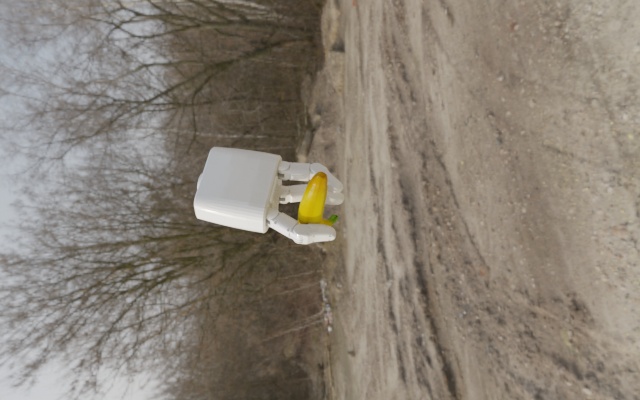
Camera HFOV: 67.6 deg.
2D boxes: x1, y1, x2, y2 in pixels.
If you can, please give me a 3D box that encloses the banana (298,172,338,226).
[{"bbox_3d":[-0.008,0.020,0.711,0.037,0.069,0.198,24,-15,12],"label":"banana"}]
